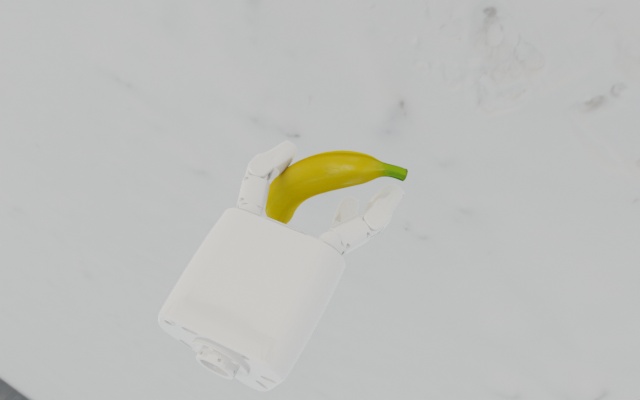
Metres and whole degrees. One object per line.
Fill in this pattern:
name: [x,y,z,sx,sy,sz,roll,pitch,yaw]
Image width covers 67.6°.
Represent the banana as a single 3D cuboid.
banana: [-0.011,-0.010,0.471,0.070,0.037,0.198,39,-34,-25]
